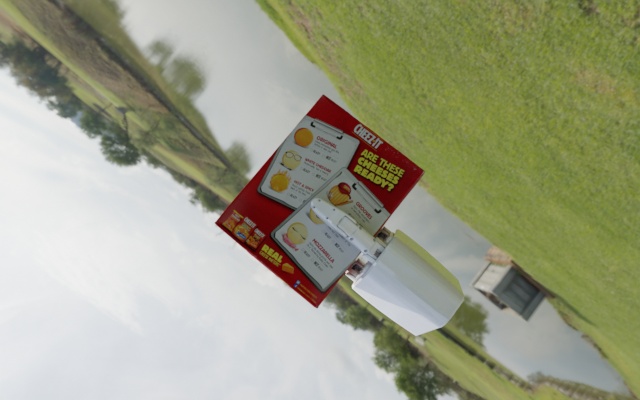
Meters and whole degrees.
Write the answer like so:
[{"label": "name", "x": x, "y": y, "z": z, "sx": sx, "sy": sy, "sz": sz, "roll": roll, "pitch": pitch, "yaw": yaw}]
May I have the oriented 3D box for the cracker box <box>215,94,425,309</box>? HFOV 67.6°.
[{"label": "cracker box", "x": 0.000, "y": 0.002, "z": 0.610, "sx": 0.164, "sy": 0.213, "sz": 0.072, "roll": 38, "pitch": -7, "yaw": 6}]
